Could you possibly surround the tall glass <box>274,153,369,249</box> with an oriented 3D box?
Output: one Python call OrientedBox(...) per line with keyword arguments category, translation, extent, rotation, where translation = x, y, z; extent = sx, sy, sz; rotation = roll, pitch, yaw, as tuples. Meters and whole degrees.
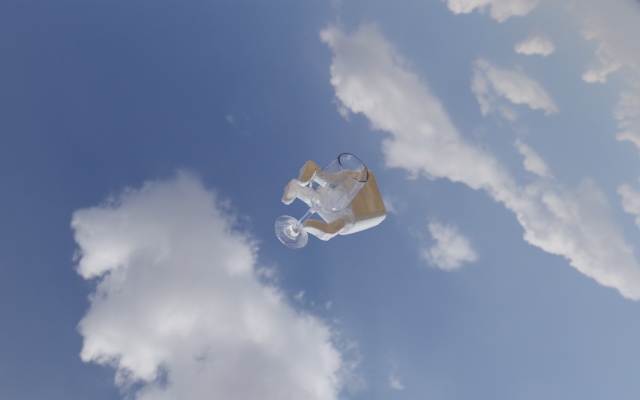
OrientedBox(category="tall glass", translation=(0.000, 0.003, 0.844), extent=(0.079, 0.079, 0.201), rotation=(0, -35, -42))
